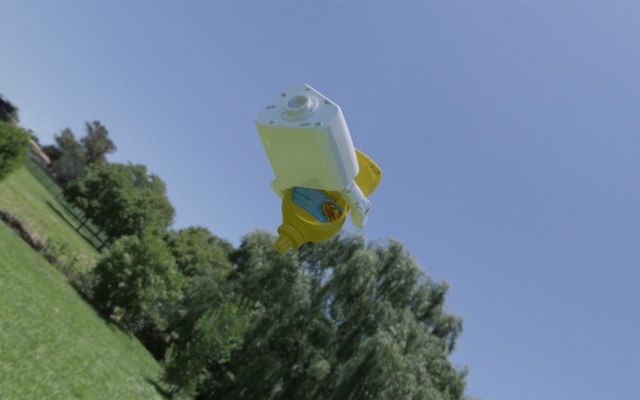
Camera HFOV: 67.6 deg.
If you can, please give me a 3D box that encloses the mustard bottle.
[{"bbox_3d":[0.000,0.002,0.699,0.096,0.191,0.058,36,-25,13],"label":"mustard bottle"}]
